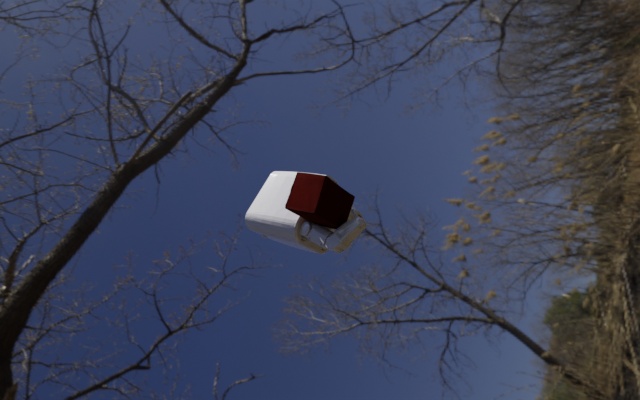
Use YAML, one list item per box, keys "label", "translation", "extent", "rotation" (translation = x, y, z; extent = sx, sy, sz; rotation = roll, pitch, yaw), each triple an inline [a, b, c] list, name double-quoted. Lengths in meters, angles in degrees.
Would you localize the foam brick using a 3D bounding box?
- label: "foam brick"
  translation: [0.000, 0.002, 0.633]
  extent: [0.051, 0.053, 0.078]
  rotation: [11, -13, 36]
